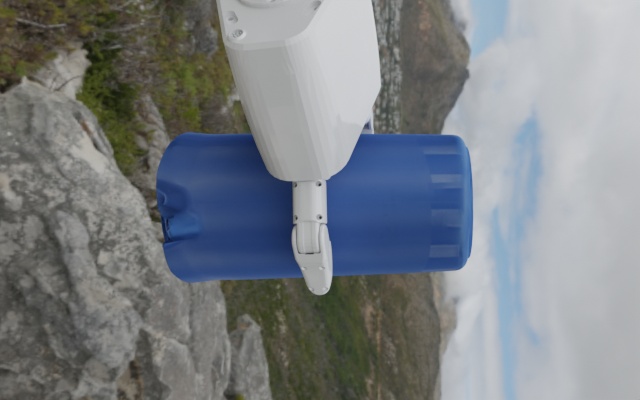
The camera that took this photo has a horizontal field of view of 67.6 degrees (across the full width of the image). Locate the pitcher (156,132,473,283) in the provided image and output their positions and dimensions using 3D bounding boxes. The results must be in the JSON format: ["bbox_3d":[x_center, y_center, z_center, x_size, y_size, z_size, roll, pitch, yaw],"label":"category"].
[{"bbox_3d":[0.000,0.001,0.413,0.243,0.149,0.145,-1,-36,12],"label":"pitcher"}]
